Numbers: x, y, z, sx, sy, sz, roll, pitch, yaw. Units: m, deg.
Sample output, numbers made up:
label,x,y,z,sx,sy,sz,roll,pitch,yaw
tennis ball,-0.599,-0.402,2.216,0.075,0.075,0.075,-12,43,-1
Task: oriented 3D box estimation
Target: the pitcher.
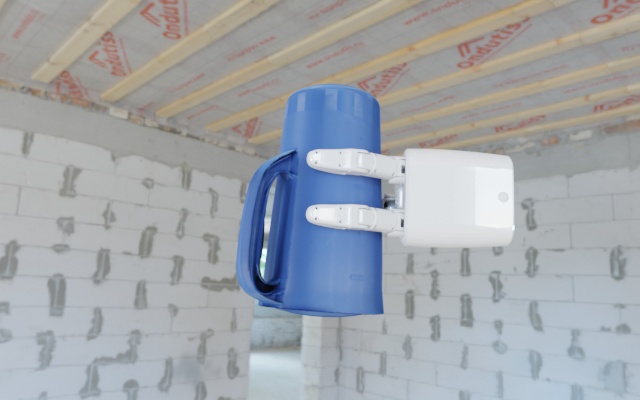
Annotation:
label,x,y,z,sx,sy,sz,roll,pitch,yaw
pitcher,0.000,0.002,0.518,0.145,0.242,0.149,3,-10,4
